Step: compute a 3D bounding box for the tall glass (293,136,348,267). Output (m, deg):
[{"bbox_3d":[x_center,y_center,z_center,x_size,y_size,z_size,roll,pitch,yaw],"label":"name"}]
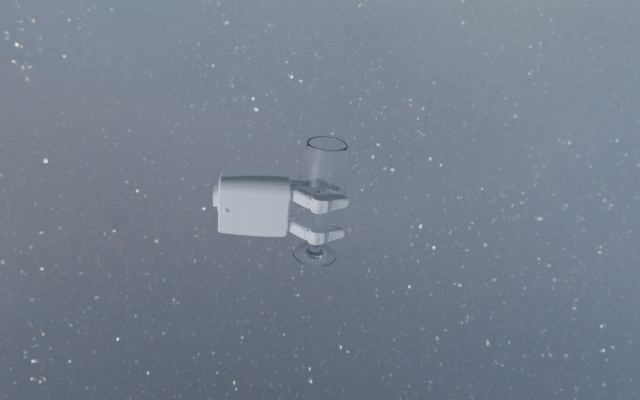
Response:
[{"bbox_3d":[0.000,0.003,0.762,0.079,0.201,0.079,6,27,-3],"label":"tall glass"}]
